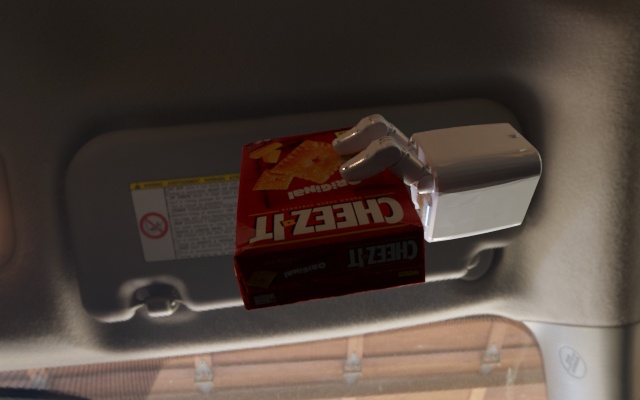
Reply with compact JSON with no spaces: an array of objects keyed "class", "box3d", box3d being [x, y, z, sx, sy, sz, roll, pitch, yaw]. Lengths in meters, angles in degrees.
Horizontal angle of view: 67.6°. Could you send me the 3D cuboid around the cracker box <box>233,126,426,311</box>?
[{"class":"cracker box","box3d":[0.000,0.002,0.493,0.164,0.072,0.213,-9,33,-1]}]
